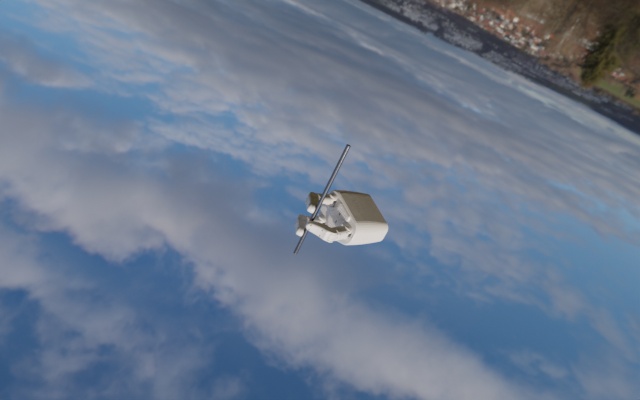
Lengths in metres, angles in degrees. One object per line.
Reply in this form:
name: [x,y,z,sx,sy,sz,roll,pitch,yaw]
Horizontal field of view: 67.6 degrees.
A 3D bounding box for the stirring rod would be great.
stirring rod: [0.000,0.003,0.881,0.011,0.240,0.011,22,23,-10]
